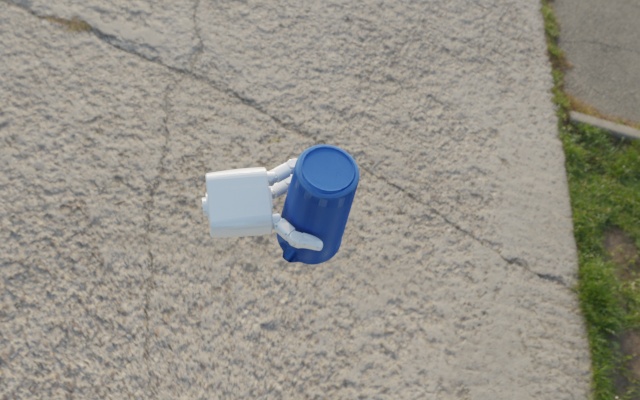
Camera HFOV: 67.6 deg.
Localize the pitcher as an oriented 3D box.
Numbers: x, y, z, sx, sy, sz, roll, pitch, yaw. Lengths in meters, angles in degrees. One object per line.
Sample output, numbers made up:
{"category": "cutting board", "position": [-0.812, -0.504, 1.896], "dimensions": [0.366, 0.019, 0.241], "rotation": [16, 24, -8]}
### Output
{"category": "pitcher", "position": [0.000, 0.003, 0.875], "dimensions": [0.145, 0.149, 0.243], "rotation": [-3, -30, -12]}
